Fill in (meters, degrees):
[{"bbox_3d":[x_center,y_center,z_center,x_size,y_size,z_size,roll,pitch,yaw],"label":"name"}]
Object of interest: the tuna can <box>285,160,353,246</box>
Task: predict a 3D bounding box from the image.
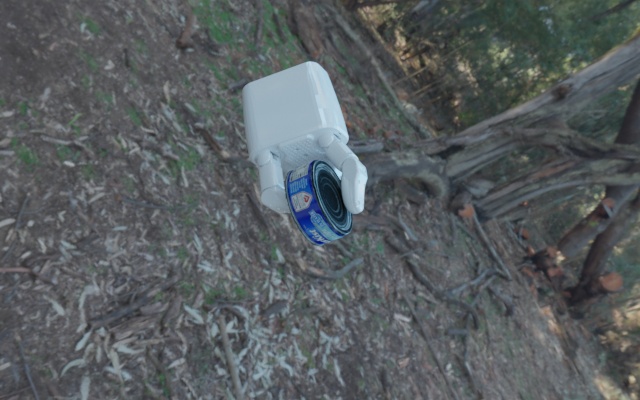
[{"bbox_3d":[0.001,0.001,0.497,0.034,0.086,0.086,-22,-9,22],"label":"tuna can"}]
